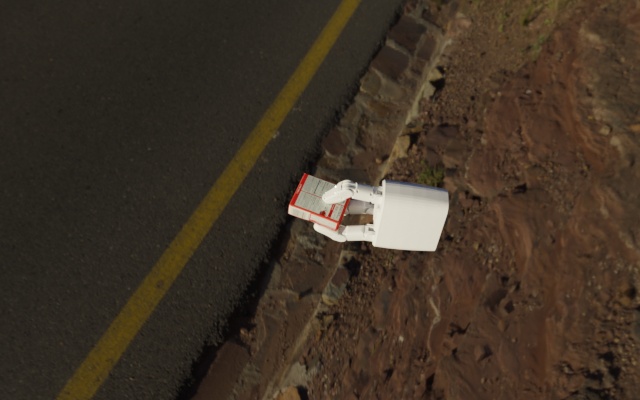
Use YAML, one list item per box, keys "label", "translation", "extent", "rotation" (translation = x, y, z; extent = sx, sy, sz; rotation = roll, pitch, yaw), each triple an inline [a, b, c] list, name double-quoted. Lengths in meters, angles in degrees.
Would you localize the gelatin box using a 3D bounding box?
- label: "gelatin box"
  translation: [0.000, 0.002, 0.796]
  extent: [0.089, 0.073, 0.030]
  rotation: [20, -35, 4]
